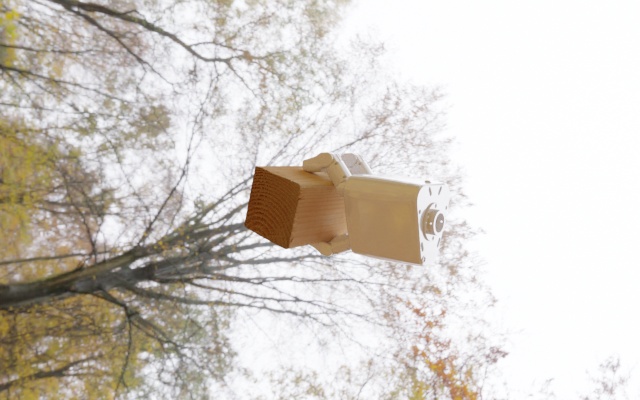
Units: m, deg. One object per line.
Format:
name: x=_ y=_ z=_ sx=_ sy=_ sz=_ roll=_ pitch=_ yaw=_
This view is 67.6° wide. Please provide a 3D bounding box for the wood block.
wood block: x=0.000 y=0.003 z=0.702 sx=0.090 sy=0.091 sz=0.206 roll=24 pitch=18 yaw=36
